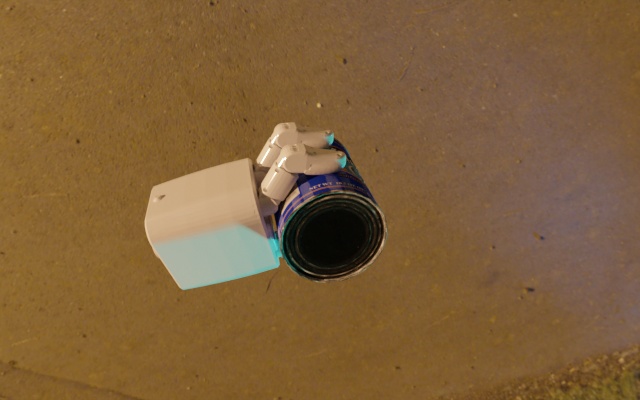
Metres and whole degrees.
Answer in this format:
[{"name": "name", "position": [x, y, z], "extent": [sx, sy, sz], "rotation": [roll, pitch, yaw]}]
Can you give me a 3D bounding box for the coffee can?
[{"name": "coffee can", "position": [0.000, 0.002, 0.500], "extent": [0.103, 0.103, 0.140], "rotation": [0, 30, -13]}]
